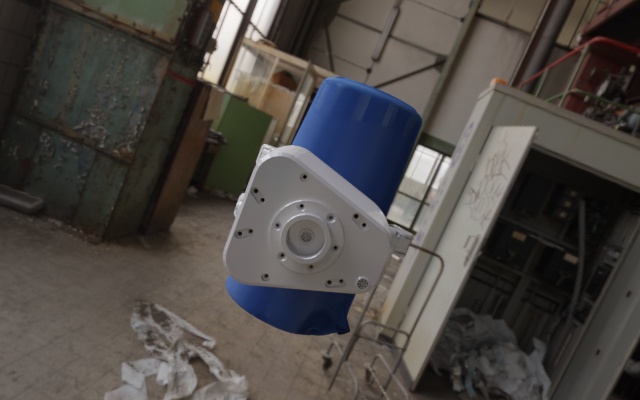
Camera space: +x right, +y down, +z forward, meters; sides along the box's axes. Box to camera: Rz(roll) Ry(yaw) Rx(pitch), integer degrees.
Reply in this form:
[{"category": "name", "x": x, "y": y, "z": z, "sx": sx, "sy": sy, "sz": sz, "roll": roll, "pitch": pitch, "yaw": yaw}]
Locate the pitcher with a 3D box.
[{"category": "pitcher", "x": 0.000, "y": 0.002, "z": 0.496, "sx": 0.149, "sy": 0.243, "sz": 0.145, "roll": 23, "pitch": 7, "yaw": -1}]
